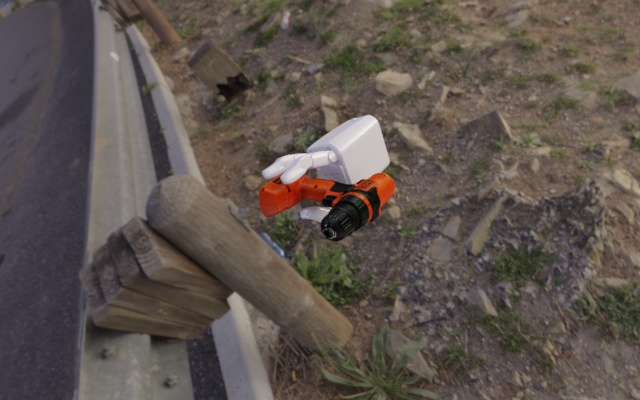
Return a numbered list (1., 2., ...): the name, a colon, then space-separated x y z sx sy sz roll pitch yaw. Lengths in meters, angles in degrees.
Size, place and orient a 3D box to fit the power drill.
1. power drill: 0.000 0.002 0.737 0.187 0.057 0.184 8 25 31
